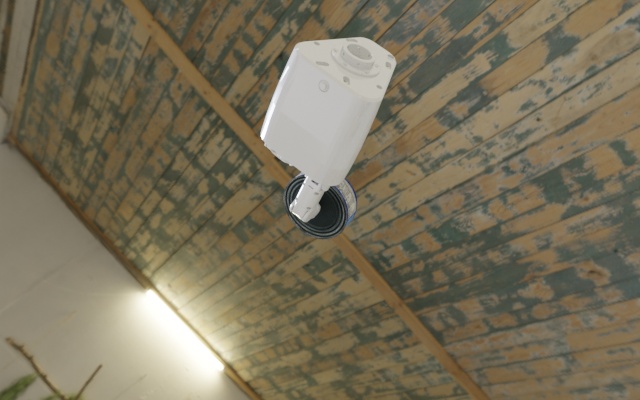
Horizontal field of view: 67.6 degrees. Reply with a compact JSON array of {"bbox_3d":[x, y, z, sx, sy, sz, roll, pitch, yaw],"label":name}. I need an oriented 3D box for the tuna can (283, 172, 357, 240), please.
[{"bbox_3d":[0.000,0.002,0.573,0.086,0.086,0.033,0,28,32],"label":"tuna can"}]
